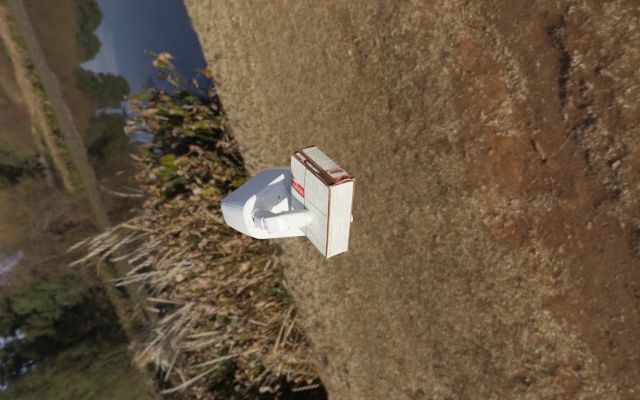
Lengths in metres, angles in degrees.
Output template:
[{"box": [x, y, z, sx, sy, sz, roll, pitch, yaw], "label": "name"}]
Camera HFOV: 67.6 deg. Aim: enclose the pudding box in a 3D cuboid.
[{"box": [0.000, 0.002, 0.594, 0.039, 0.114, 0.090, -21, 42, -26], "label": "pudding box"}]
